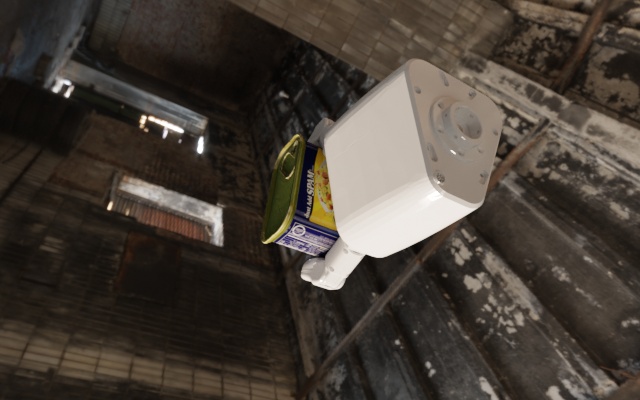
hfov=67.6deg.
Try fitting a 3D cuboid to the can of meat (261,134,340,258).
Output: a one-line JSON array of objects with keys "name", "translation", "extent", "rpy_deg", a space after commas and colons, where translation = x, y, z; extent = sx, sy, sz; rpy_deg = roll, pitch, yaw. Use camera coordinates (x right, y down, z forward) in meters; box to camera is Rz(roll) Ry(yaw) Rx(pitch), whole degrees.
[{"name": "can of meat", "translation": [0.000, 0.002, 0.439], "extent": [0.084, 0.102, 0.057], "rpy_deg": [21, -34, -22]}]
